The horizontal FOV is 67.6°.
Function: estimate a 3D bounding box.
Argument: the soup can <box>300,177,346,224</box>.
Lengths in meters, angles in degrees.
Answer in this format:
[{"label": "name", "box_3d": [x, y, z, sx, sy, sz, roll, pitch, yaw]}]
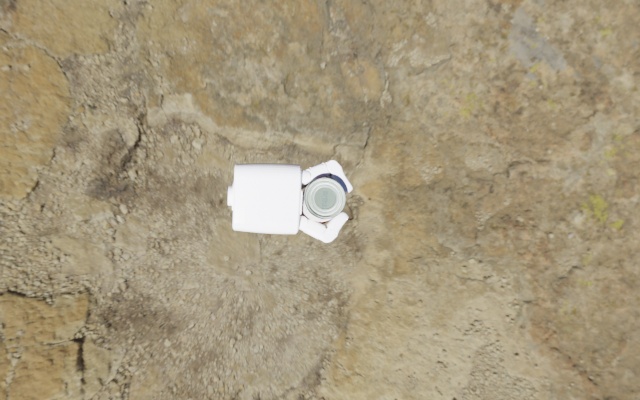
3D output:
[{"label": "soup can", "box_3d": [0.001, 0.003, 0.793, 0.068, 0.068, 0.102, 0, -8, -9]}]
